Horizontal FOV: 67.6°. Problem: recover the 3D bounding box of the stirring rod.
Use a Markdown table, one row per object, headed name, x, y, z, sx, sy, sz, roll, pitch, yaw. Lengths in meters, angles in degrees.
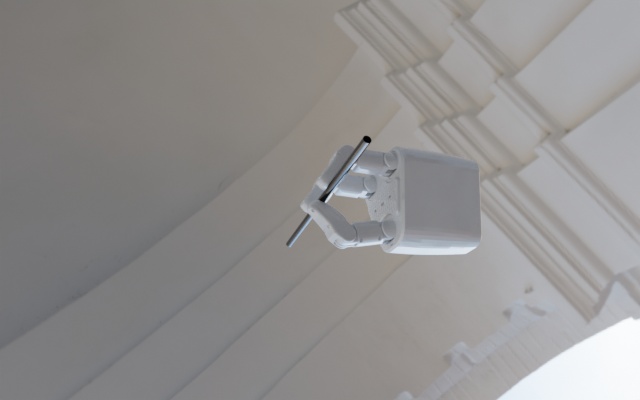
| name | x | y | z | sx | sy | sz | roll | pitch | yaw |
| --- | --- | --- | --- | --- | --- | --- | --- | --- | --- |
| stirring rod | 0.000 | 0.002 | 0.509 | 0.011 | 0.011 | 0.240 | 0 | -27 | -22 |
